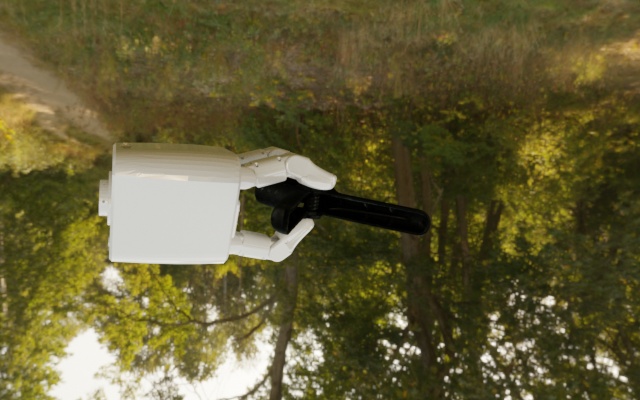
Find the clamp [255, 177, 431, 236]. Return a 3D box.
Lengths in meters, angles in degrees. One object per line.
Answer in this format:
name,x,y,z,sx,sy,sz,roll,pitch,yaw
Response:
clamp,0.000,0.002,0.502,0.164,0.036,0.210,5,9,-24
